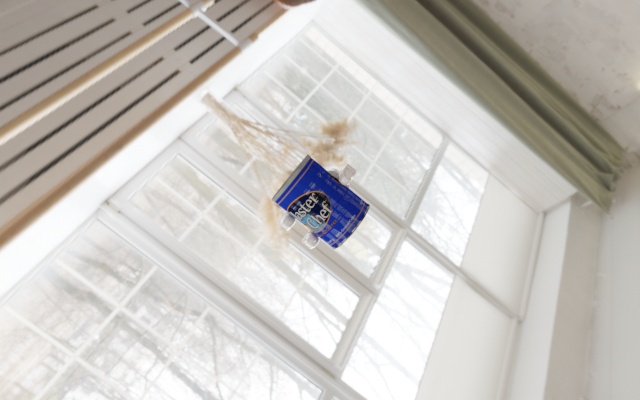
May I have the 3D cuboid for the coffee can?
[{"bbox_3d":[0.000,0.003,0.835,0.140,0.103,0.103,39,-5,-6],"label":"coffee can"}]
